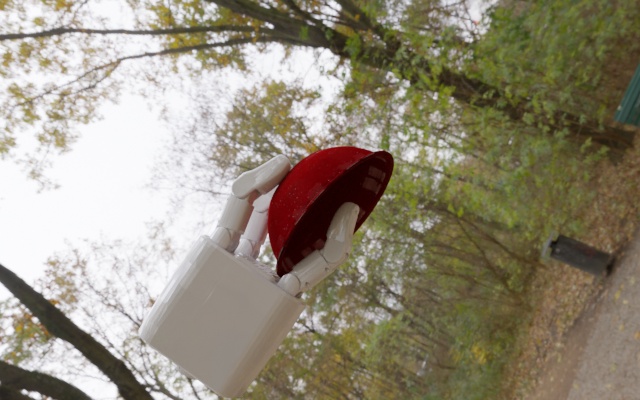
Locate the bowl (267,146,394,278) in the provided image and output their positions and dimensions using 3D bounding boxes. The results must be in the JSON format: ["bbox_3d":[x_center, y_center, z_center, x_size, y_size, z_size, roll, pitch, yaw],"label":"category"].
[{"bbox_3d":[0.001,0.000,0.477,0.055,0.162,0.162,42,18,21],"label":"bowl"}]
